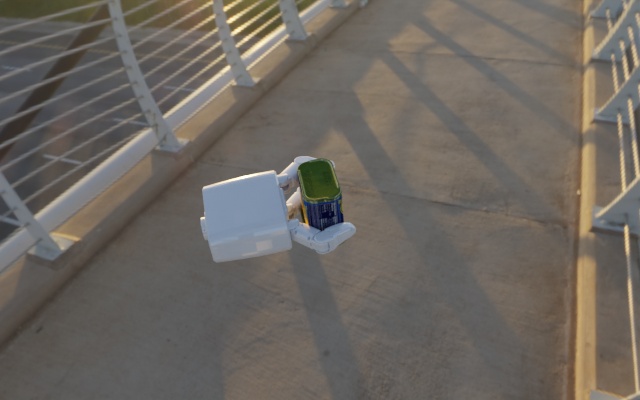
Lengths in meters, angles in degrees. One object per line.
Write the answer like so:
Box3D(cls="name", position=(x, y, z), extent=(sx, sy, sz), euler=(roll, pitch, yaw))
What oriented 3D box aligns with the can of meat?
Box3D(cls="can of meat", position=(0.000, 0.002, 0.667), extent=(0.057, 0.084, 0.102), euler=(-10, 38, -5))
